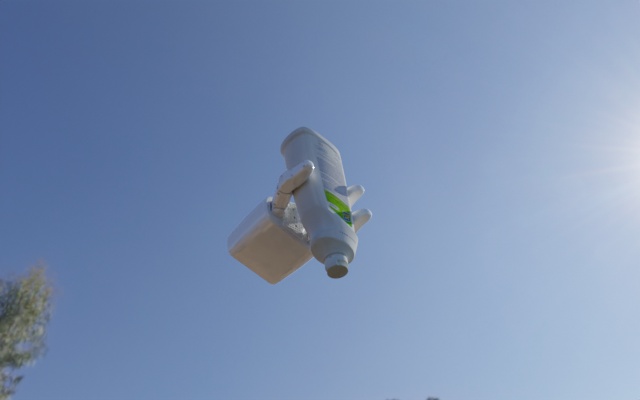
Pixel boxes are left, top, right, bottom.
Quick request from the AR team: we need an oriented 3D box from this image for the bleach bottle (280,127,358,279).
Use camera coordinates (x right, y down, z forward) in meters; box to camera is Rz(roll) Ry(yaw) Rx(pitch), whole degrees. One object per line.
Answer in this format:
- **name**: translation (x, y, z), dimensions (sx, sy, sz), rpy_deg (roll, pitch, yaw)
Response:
- **bleach bottle**: translation (0.000, 0.002, 0.699), dimensions (0.102, 0.250, 0.068), rpy_deg (31, -58, -33)
